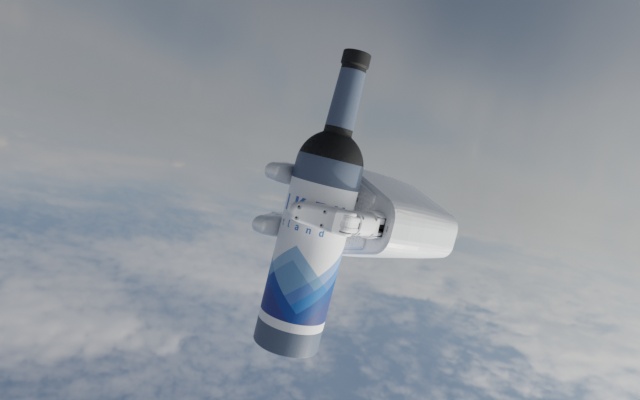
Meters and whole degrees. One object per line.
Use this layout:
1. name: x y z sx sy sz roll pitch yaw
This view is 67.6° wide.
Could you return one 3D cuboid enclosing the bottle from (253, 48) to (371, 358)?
1. bottle: 0.000 0.002 0.468 0.069 0.296 0.069 14 5 -1
